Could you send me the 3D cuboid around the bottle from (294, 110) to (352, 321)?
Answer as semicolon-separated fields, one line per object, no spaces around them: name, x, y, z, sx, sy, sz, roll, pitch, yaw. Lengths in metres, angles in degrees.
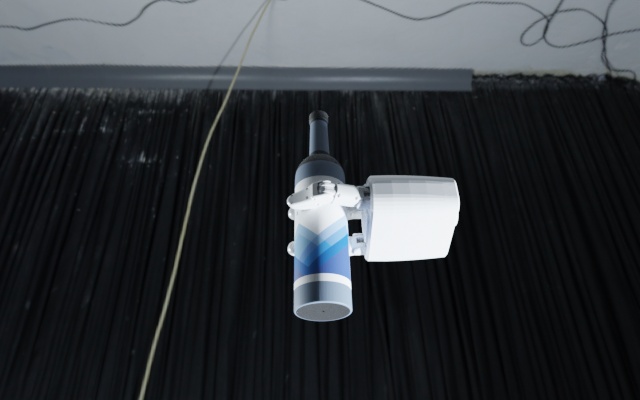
bottle;0.000;0.002;0.619;0.069;0.295;0.069;-1;-32;-1
